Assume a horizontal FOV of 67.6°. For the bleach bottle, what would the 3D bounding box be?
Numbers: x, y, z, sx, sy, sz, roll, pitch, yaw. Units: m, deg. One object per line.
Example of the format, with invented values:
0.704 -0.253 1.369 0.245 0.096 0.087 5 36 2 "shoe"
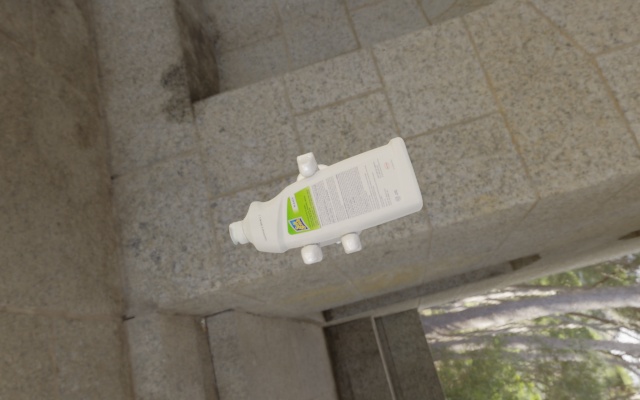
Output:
0.000 0.002 0.633 0.251 0.102 0.068 -17 -13 5 "bleach bottle"
